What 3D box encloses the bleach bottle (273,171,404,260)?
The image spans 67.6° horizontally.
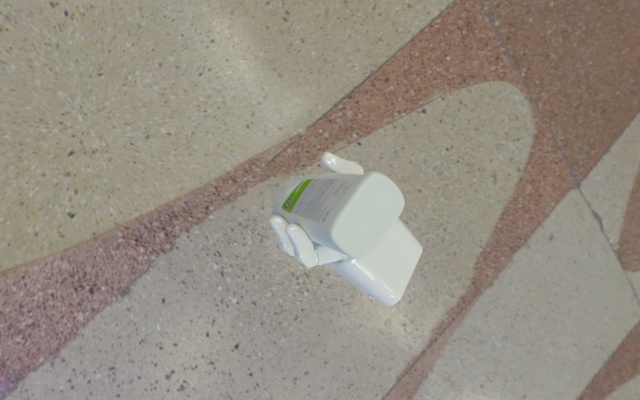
[{"bbox_3d":[0.000,0.002,0.641,0.068,0.102,0.251,42,-11,-25],"label":"bleach bottle"}]
